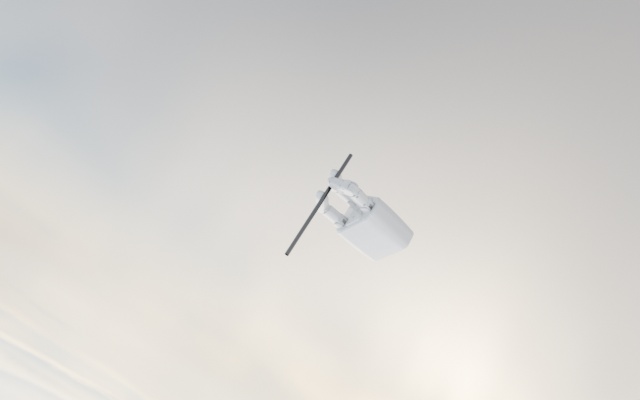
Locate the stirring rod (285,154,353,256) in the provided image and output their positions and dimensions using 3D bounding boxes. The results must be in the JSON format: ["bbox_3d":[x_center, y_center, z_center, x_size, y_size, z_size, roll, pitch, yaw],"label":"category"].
[{"bbox_3d":[0.000,0.003,0.881,0.011,0.239,0.011,27,-25,14],"label":"stirring rod"}]
